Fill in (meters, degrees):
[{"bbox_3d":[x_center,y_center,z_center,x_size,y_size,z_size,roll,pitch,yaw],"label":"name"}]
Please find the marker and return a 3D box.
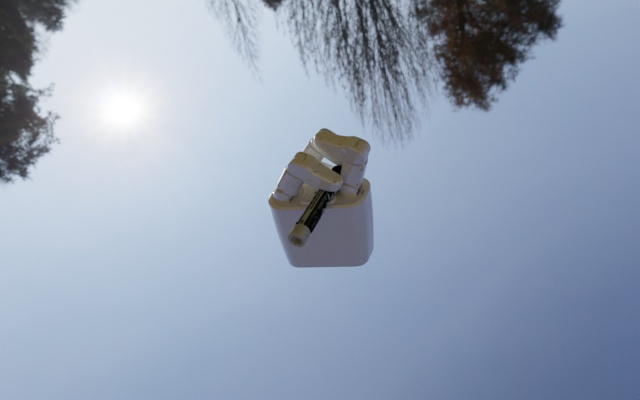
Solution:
[{"bbox_3d":[0.000,0.002,0.508,0.020,0.020,0.121,0,39,31],"label":"marker"}]
